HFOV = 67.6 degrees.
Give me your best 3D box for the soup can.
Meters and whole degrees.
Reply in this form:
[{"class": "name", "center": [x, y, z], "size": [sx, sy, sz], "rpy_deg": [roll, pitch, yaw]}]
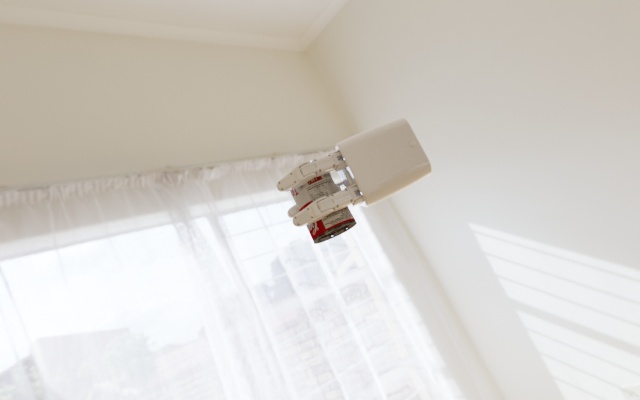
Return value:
[{"class": "soup can", "center": [0.000, 0.002, 0.688], "size": [0.068, 0.102, 0.068], "rpy_deg": [-25, -12, -5]}]
